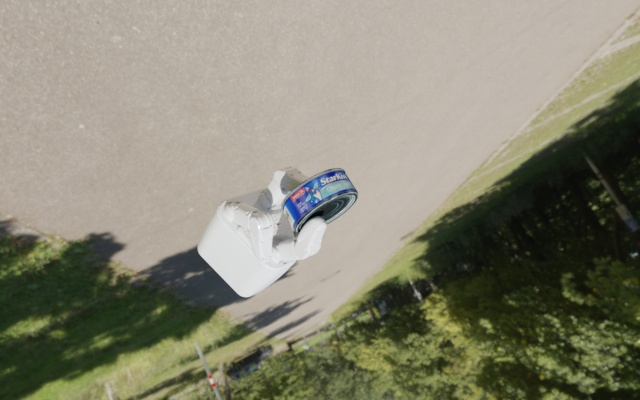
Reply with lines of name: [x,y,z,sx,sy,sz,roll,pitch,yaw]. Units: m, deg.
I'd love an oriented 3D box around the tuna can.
tuna can: [0.000,0.002,0.548,0.086,0.033,0.086,-28,-18,-10]
